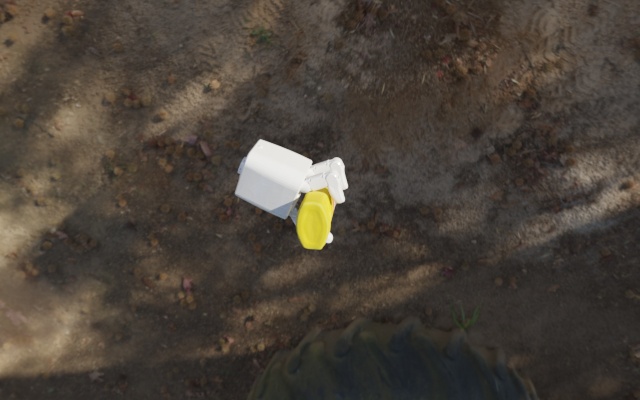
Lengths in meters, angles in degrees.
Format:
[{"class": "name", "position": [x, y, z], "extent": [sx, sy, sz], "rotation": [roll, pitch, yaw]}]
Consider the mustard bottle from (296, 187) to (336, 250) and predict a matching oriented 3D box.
[{"class": "mustard bottle", "position": [0.000, 0.003, 0.886], "extent": [0.058, 0.096, 0.191], "rotation": [3, 27, 8]}]
